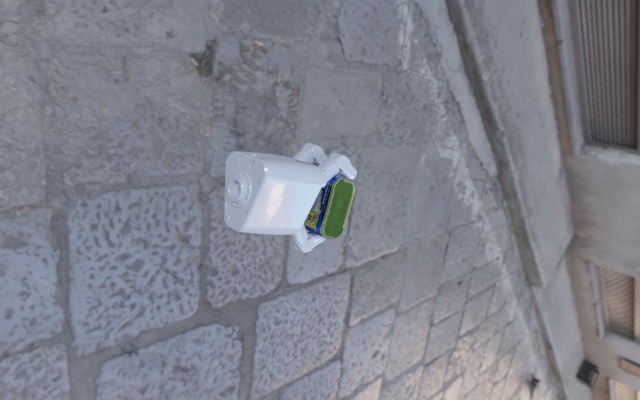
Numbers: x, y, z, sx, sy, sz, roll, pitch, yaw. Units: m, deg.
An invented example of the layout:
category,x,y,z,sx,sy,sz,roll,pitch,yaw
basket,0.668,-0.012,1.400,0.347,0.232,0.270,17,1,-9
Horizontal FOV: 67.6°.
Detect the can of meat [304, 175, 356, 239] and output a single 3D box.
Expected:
category,x,y,z,sx,sy,sz,roll,pitch,yaw
can of meat,0.000,0.003,0.749,0.084,0.102,0.057,21,9,42
